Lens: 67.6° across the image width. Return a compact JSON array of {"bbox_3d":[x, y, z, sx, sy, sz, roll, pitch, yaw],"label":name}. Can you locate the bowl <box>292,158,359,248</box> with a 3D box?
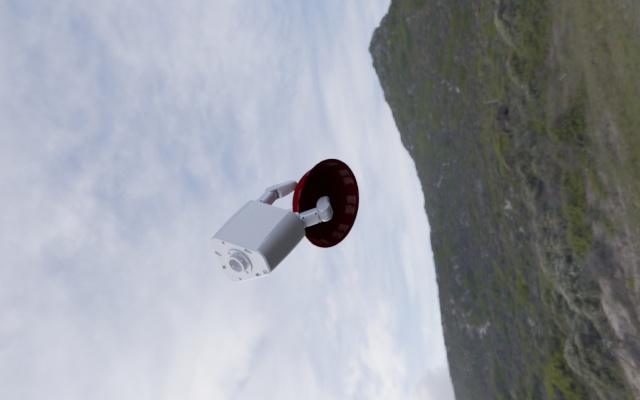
[{"bbox_3d":[0.001,0.002,0.870,0.055,0.162,0.162,9,6,44],"label":"bowl"}]
